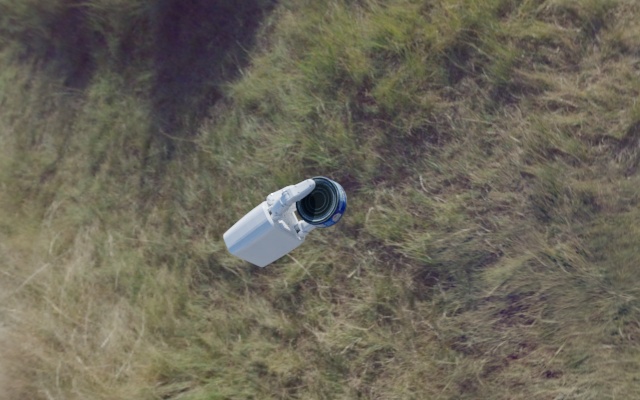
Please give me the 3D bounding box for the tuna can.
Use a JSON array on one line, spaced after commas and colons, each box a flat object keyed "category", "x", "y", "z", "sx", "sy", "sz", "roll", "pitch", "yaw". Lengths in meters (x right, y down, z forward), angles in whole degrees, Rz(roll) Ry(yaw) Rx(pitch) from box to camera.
[{"category": "tuna can", "x": 0.000, "y": 0.003, "z": 0.824, "sx": 0.086, "sy": 0.086, "sz": 0.034, "roll": 0, "pitch": -13, "yaw": 27}]
